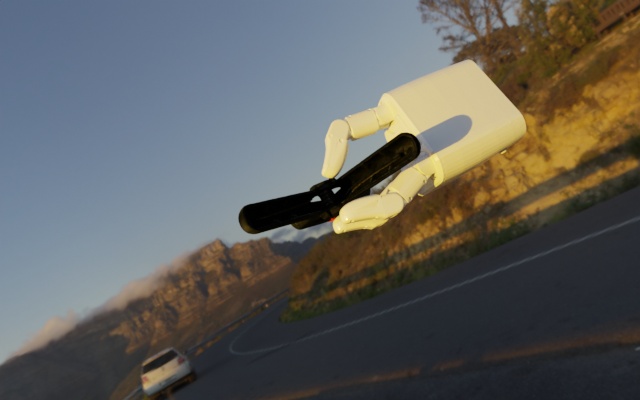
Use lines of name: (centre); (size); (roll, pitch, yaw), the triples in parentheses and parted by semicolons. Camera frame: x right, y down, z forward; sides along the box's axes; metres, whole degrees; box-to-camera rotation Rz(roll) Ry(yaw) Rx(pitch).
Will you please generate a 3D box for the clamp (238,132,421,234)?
clamp: (0.000, 0.001, 0.481); (0.164, 0.036, 0.210); (-23, -8, -10)
